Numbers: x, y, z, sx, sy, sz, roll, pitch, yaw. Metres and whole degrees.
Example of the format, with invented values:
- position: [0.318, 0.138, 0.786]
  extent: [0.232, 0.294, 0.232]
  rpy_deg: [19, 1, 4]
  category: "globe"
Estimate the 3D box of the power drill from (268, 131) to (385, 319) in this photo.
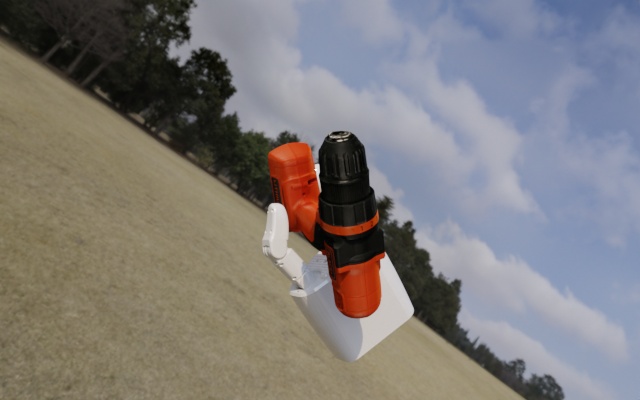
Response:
- position: [0.000, 0.002, 0.485]
  extent: [0.057, 0.184, 0.187]
  rpy_deg: [-14, 27, -16]
  category: "power drill"
